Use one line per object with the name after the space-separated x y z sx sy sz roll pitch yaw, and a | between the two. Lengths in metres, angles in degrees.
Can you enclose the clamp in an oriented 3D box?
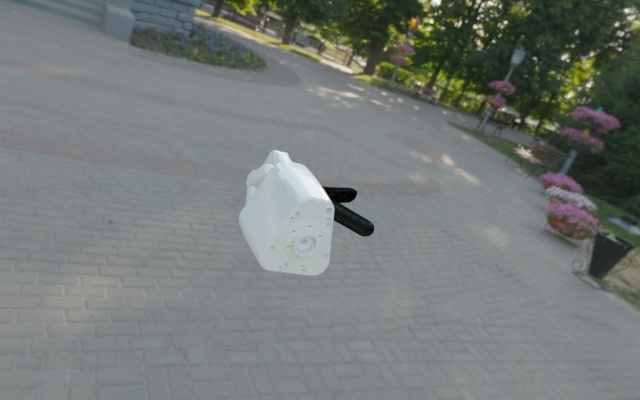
0.000 0.002 0.701 0.171 0.039 0.120 11 21 -27 | clamp
